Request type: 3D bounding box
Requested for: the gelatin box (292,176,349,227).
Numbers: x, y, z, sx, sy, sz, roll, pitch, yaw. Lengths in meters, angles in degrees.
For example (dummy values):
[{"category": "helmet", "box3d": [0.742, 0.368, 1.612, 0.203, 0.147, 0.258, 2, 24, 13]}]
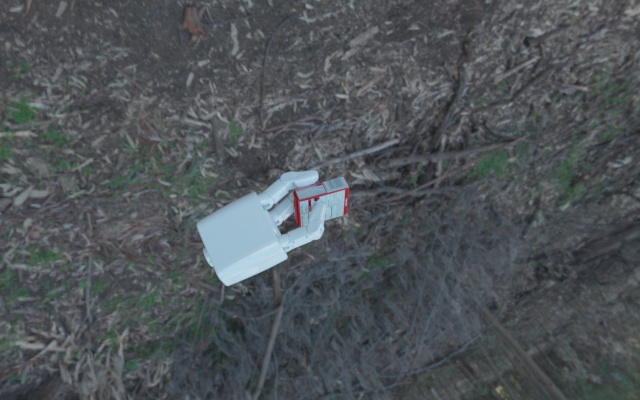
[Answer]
[{"category": "gelatin box", "box3d": [0.001, 0.003, 0.785, 0.089, 0.030, 0.073, -15, -37, -12]}]
